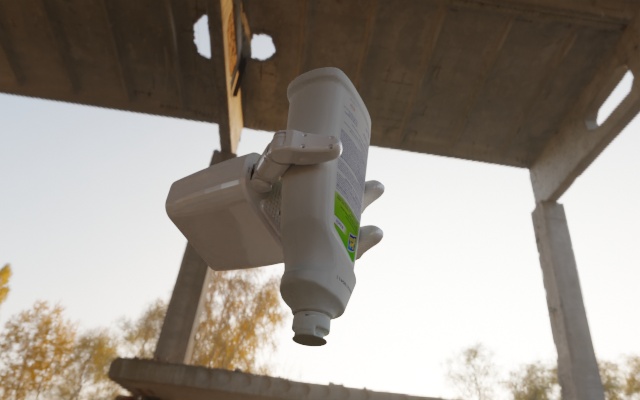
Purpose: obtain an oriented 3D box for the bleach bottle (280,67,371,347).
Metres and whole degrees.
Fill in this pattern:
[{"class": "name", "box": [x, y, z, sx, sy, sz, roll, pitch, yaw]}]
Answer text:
[{"class": "bleach bottle", "box": [0.000, 0.001, 0.434, 0.068, 0.250, 0.103, -13, -39, 27]}]
